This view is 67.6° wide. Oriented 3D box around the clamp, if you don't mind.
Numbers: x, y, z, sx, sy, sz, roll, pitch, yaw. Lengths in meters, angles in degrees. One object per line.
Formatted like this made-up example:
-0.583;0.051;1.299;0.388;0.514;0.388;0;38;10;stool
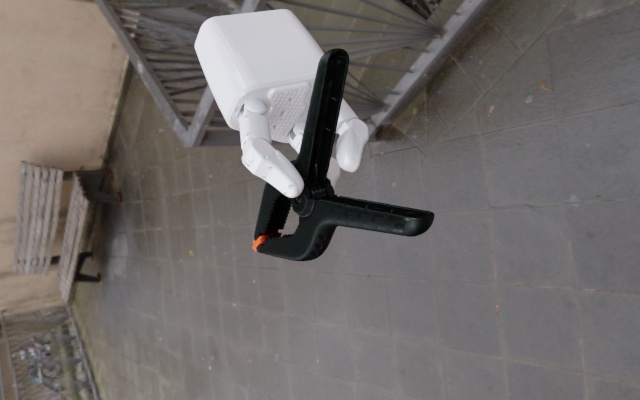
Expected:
-0.001;0.002;0.417;0.036;0.164;0.210;-7;-32;-40;clamp
